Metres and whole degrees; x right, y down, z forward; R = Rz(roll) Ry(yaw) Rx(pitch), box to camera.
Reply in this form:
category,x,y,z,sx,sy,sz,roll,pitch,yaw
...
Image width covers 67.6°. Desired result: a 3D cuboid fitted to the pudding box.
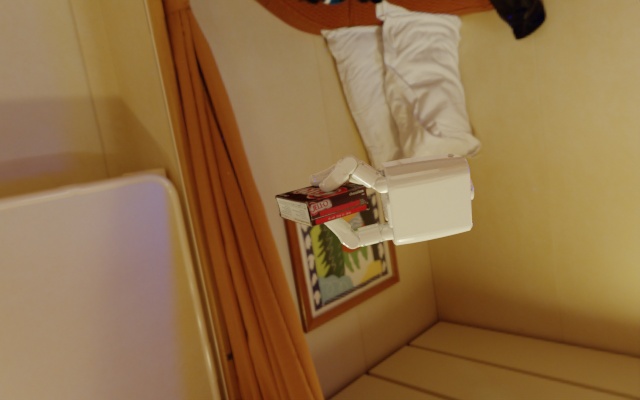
category,x,y,z,sx,sy,sz,roll,pitch,yaw
pudding box,0.000,0.002,0.658,0.090,0.039,0.113,-15,9,-25
